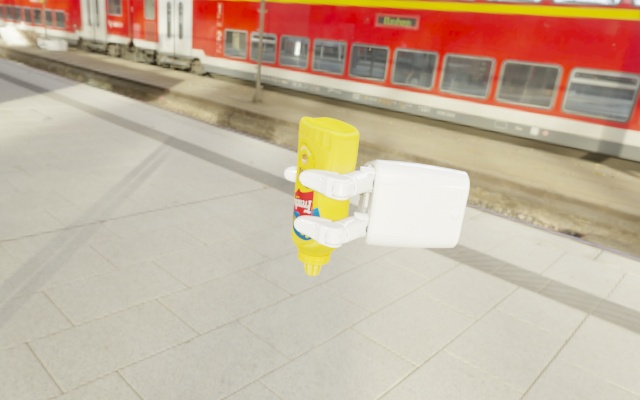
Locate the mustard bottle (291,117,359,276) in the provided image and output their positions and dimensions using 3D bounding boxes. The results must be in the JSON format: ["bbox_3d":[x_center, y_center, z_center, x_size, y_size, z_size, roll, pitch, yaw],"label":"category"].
[{"bbox_3d":[0.000,0.002,0.572,0.058,0.192,0.096,-4,22,-26],"label":"mustard bottle"}]
